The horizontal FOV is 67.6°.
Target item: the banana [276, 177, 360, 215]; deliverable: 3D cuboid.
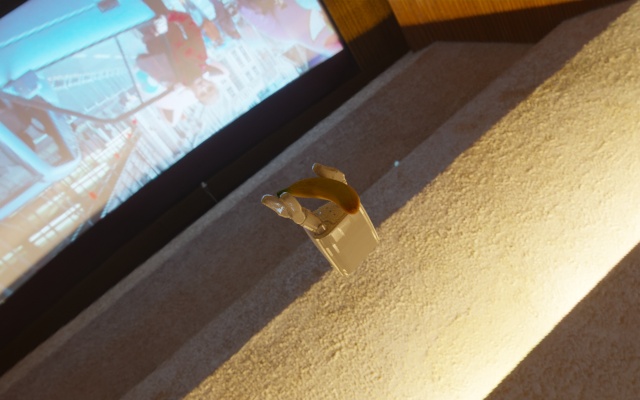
[{"bbox_3d":[0.010,-0.010,0.806,0.198,0.037,0.069,9,47,49],"label":"banana"}]
